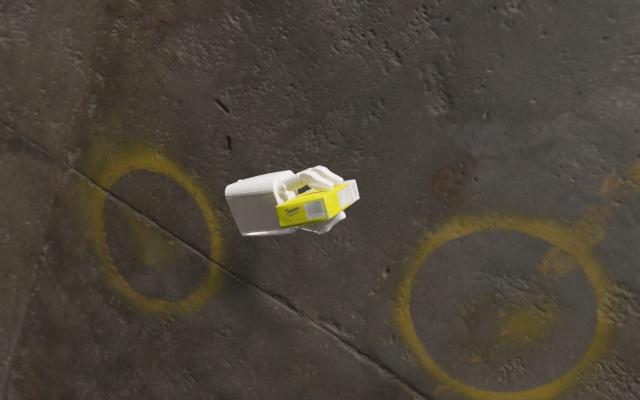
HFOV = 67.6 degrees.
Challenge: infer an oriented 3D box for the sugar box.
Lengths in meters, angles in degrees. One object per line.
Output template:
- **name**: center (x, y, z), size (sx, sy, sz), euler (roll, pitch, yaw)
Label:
- **sugar box**: center (0.000, 0.002, 0.857), size (0.093, 0.048, 0.176), euler (-11, 10, 22)
